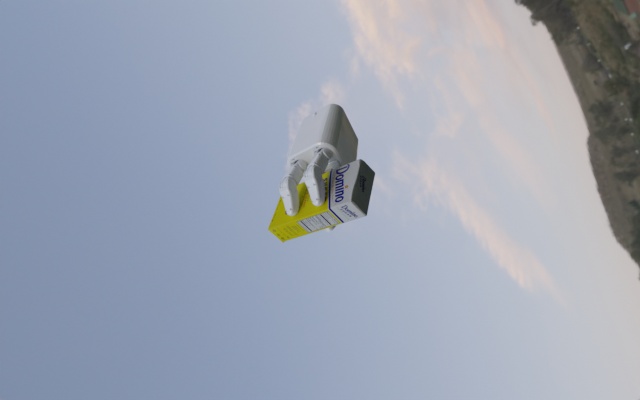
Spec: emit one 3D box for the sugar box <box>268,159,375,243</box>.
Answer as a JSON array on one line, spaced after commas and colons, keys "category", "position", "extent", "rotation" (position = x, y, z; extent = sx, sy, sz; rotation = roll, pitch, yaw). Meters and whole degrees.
[{"category": "sugar box", "position": [0.000, 0.002, 0.769], "extent": [0.176, 0.093, 0.048], "rotation": [-23, -53, 38]}]
